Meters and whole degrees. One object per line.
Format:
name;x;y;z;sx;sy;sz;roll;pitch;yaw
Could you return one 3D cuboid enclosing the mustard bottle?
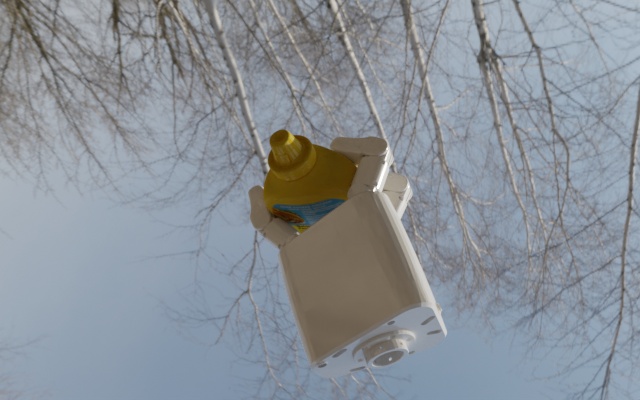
mustard bottle;0.000;0.001;0.455;0.096;0.058;0.192;-5;-34;22
